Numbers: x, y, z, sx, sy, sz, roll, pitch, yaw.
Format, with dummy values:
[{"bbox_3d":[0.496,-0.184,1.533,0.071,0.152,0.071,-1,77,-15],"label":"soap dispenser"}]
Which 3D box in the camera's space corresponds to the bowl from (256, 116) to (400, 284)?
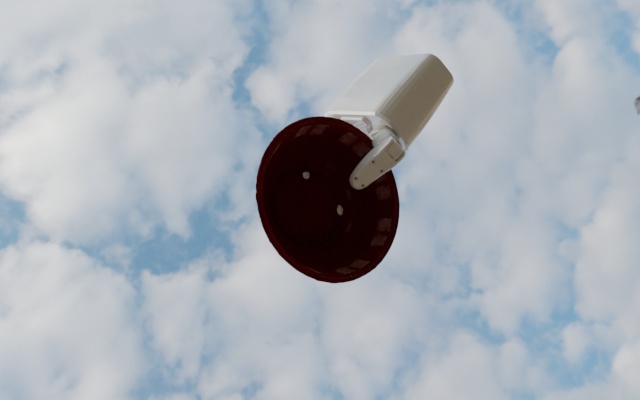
[{"bbox_3d":[-0.001,0.002,0.476,0.162,0.162,0.055,0,-10,-32],"label":"bowl"}]
